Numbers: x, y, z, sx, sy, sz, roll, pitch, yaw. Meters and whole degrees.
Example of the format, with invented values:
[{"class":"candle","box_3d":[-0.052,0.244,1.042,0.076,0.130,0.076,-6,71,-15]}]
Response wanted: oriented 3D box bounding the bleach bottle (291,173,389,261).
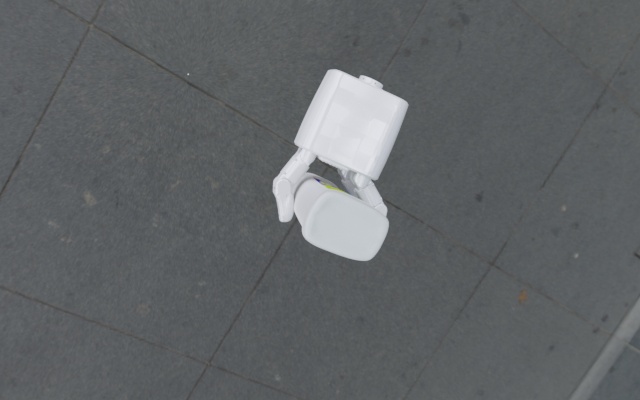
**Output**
[{"class":"bleach bottle","box_3d":[0.000,0.002,0.650,0.102,0.068,0.250,24,7,-20]}]
